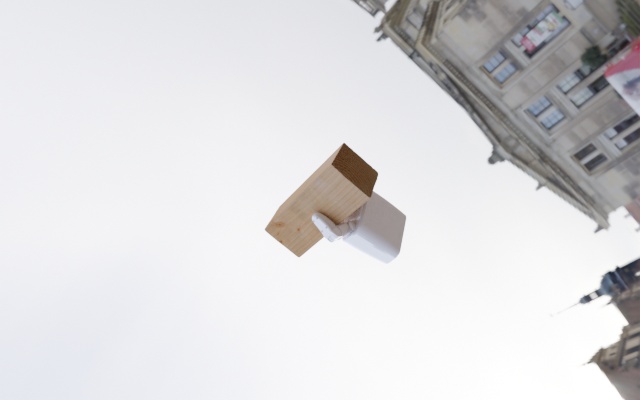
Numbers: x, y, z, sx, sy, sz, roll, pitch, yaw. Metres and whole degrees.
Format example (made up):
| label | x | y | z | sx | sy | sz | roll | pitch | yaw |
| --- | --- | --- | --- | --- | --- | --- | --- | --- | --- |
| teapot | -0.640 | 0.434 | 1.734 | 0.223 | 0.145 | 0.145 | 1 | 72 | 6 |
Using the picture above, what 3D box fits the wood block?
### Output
| label | x | y | z | sx | sy | sz | roll | pitch | yaw |
| --- | --- | --- | --- | --- | --- | --- | --- | --- | --- |
| wood block | 0.000 | 0.003 | 0.883 | 0.206 | 0.090 | 0.090 | -43 | 12 | 34 |
